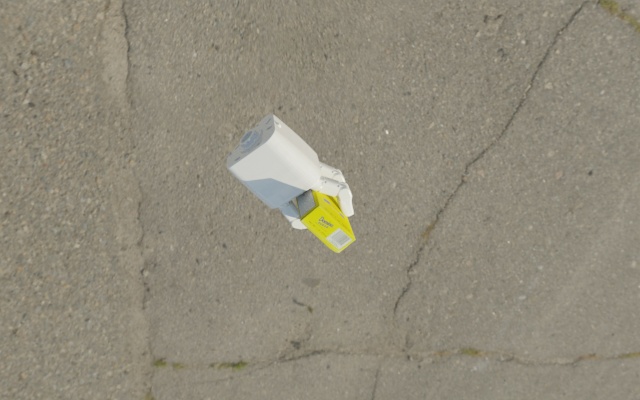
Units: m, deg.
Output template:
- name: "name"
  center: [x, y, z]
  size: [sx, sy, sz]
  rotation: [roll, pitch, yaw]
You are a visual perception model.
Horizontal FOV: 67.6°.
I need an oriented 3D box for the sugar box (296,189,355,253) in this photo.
- name: "sugar box"
  center: [0.000, 0.002, 0.806]
  size: [0.048, 0.093, 0.176]
  rotation: [-38, 30, 15]
